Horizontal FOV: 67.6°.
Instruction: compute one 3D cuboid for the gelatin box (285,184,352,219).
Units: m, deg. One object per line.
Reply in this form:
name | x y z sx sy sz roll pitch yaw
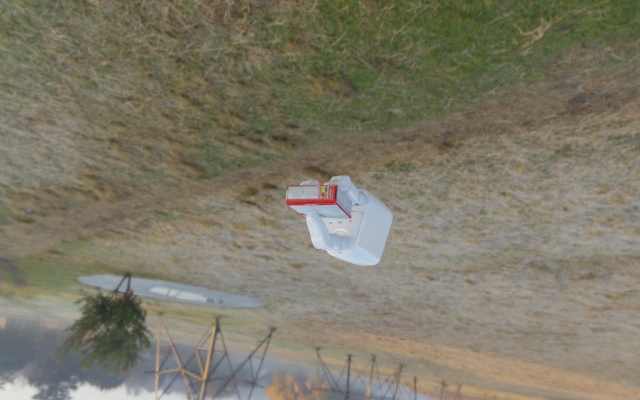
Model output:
gelatin box | 0.000 0.003 0.682 0.073 0.030 0.089 0 -15 18
